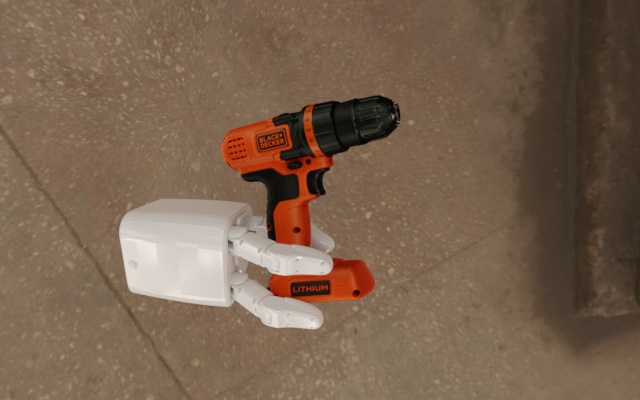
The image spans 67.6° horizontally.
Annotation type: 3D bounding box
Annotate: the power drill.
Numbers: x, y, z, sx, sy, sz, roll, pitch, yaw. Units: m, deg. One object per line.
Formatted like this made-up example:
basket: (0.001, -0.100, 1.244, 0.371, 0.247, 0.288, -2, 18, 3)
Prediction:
power drill: (0.000, 0.002, 0.466, 0.184, 0.187, 0.057, -9, 3, 26)
